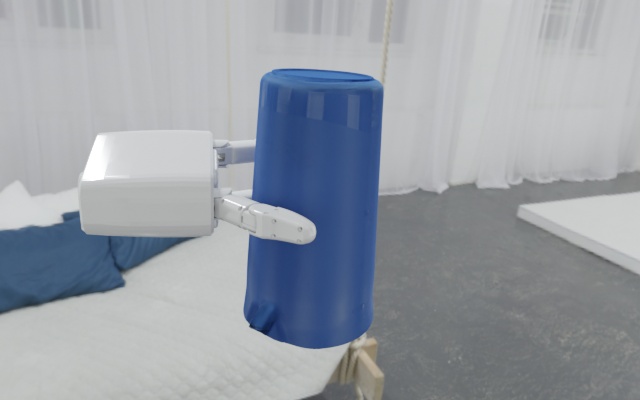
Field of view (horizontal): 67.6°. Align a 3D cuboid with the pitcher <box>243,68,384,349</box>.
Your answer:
[{"bbox_3d":[0.000,0.002,0.461,0.145,0.243,0.149,0,20,-10],"label":"pitcher"}]
